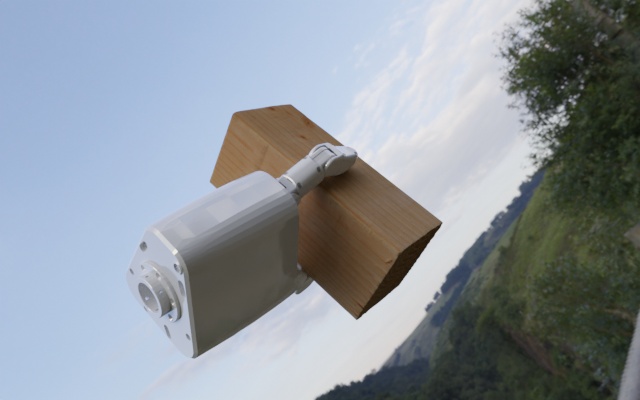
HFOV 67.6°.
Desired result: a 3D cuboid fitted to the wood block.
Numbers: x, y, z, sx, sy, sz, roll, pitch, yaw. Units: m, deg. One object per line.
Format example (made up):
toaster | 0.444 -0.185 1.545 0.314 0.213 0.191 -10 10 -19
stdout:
wood block | 0.000 0.001 0.468 0.206 0.091 0.090 41 34 20
